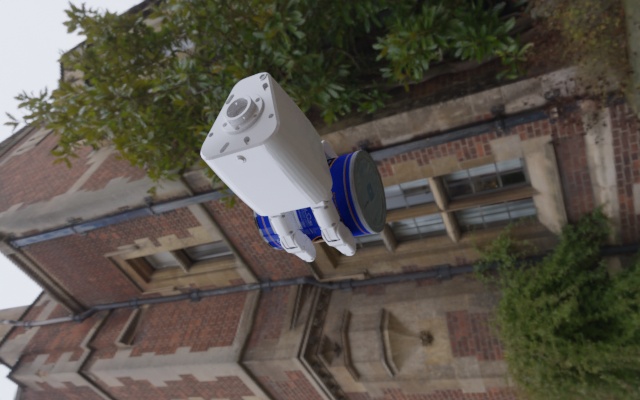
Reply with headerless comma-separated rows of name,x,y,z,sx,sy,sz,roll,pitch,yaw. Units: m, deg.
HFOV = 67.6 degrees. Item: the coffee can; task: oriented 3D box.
coffee can,0.000,0.002,0.605,0.140,0.103,0.103,-12,-5,25
